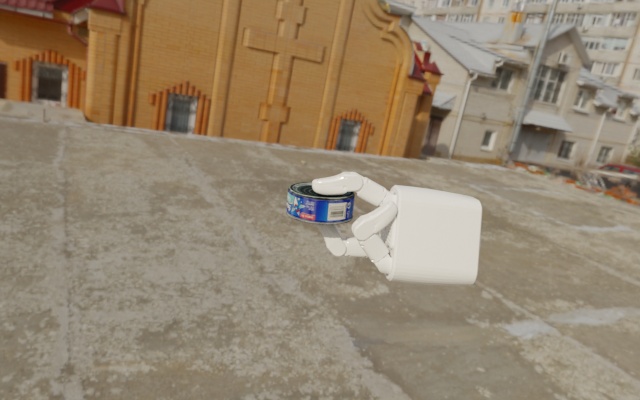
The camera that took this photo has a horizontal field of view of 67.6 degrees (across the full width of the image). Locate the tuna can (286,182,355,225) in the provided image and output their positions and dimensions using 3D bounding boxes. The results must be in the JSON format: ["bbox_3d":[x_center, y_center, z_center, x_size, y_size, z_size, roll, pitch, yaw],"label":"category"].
[{"bbox_3d":[0.000,0.001,0.604,0.086,0.034,0.086,5,15,-1],"label":"tuna can"}]
